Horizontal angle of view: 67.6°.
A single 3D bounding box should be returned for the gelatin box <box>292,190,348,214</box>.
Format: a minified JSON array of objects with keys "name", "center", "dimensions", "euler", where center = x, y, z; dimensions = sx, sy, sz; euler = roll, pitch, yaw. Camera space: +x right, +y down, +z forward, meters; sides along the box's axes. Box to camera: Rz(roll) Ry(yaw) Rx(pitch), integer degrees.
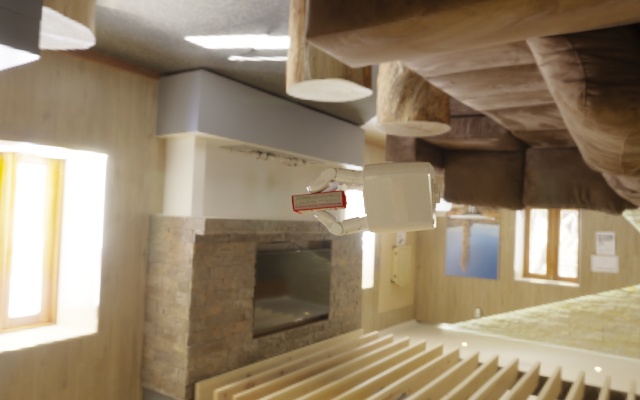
[{"name":"gelatin box","center":[0.000,0.003,0.817],"dimensions":[0.089,0.030,0.073],"euler":[-6,-5,5]}]
